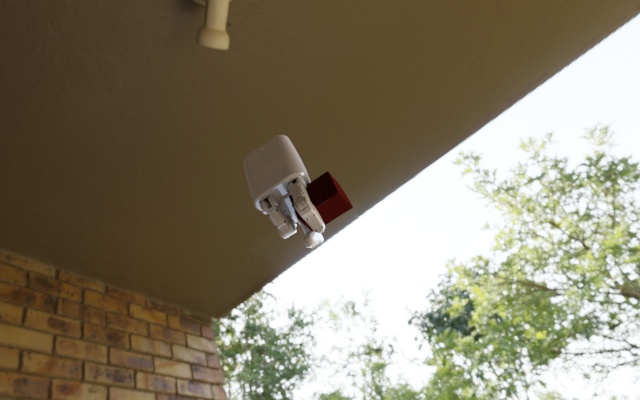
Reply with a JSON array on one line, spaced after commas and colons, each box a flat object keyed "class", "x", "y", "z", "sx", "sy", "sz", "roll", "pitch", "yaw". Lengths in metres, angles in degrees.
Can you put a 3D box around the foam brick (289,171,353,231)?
[{"class": "foam brick", "x": 0.000, "y": 0.002, "z": 0.755, "sx": 0.078, "sy": 0.051, "sz": 0.053, "roll": -32, "pitch": -41, "yaw": 10}]
